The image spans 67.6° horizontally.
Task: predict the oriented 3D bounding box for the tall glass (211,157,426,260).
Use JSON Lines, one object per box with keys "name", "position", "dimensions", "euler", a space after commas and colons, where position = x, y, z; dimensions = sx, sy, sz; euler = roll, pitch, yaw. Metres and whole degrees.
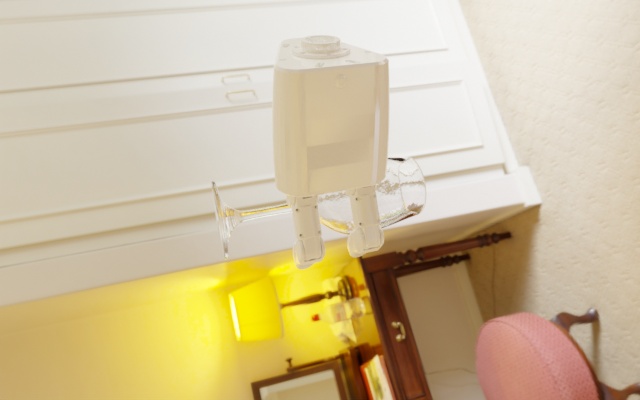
{"name": "tall glass", "position": [-0.001, 0.002, 0.469], "dimensions": [0.201, 0.079, 0.079], "euler": [-10, 2, -15]}
